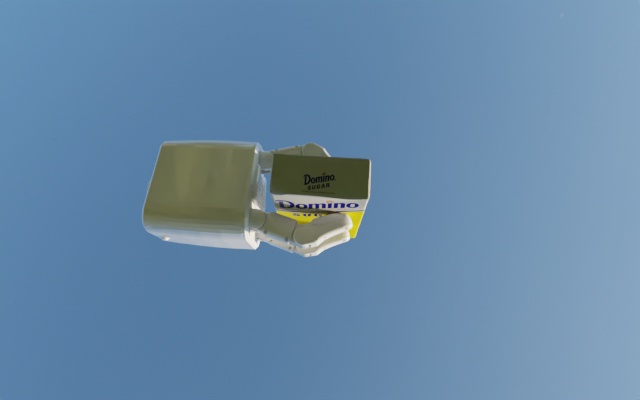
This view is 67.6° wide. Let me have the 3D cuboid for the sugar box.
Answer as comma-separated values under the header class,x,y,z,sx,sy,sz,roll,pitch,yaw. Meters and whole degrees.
class,x,y,z,sx,sy,sz,roll,pitch,yaw
sugar box,0.000,0.002,0.515,0.093,0.048,0.176,3,-13,2
